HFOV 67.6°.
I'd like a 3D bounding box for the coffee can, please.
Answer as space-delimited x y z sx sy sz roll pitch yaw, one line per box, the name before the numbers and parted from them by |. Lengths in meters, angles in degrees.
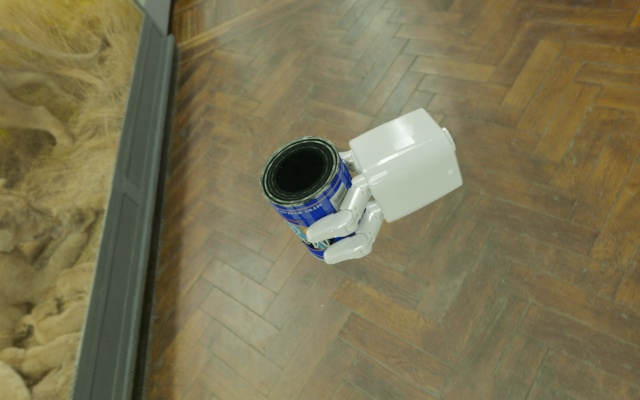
coffee can | 0.000 0.002 0.609 0.103 0.102 0.140 0 -33 27
